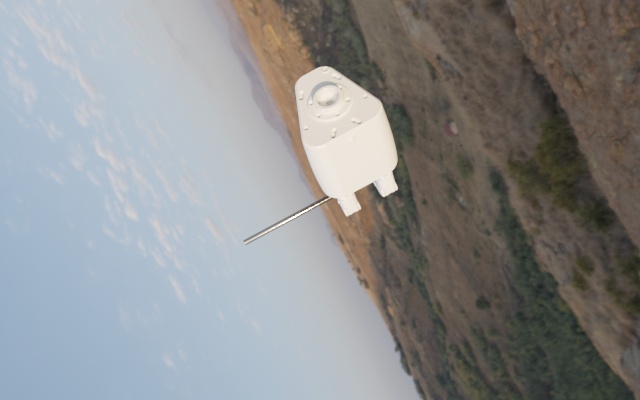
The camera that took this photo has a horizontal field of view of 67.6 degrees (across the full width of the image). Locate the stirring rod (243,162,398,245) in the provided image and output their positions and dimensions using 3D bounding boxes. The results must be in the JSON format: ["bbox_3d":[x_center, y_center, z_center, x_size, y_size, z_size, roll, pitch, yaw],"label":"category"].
[{"bbox_3d":[0.000,0.002,0.666,0.239,0.011,0.011,-28,0,0],"label":"stirring rod"}]
